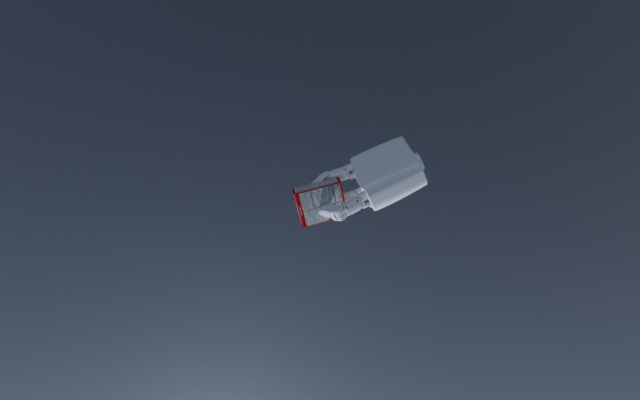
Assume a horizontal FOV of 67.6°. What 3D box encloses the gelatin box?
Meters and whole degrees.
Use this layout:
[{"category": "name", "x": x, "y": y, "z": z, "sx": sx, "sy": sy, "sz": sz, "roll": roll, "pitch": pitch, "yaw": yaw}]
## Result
[{"category": "gelatin box", "x": 0.000, "y": 0.003, "z": 0.879, "sx": 0.089, "sy": 0.073, "sz": 0.030, "roll": -16, "pitch": 28, "yaw": -4}]
